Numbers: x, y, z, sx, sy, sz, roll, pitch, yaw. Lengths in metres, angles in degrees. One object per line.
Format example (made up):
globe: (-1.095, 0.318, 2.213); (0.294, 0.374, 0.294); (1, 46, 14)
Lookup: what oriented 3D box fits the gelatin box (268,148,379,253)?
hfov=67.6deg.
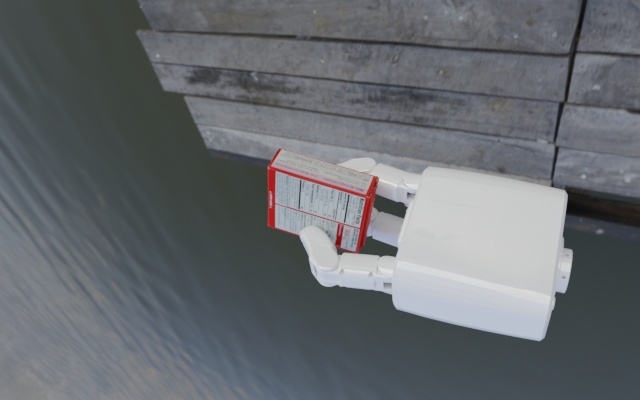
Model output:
gelatin box: (0.000, 0.002, 0.408); (0.089, 0.073, 0.030); (16, 47, 10)
